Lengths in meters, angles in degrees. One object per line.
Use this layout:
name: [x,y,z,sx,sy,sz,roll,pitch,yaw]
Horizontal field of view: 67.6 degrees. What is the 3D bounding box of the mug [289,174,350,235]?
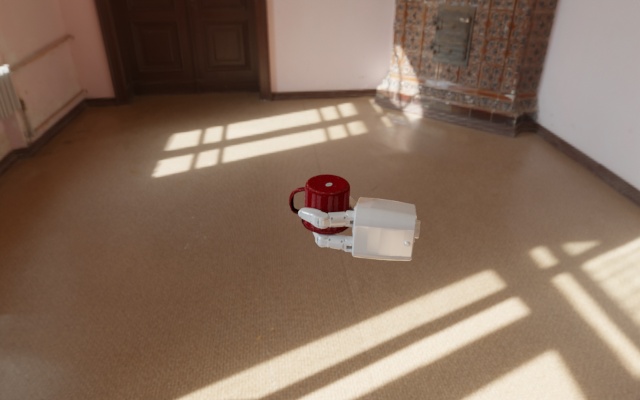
mug: [-0.001,0.003,0.879,0.117,0.081,0.093,5,29,6]
